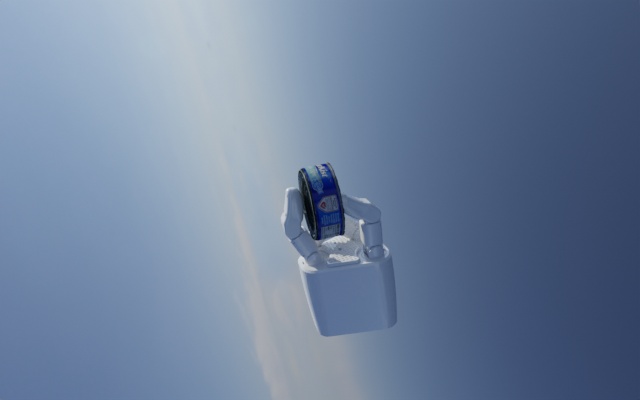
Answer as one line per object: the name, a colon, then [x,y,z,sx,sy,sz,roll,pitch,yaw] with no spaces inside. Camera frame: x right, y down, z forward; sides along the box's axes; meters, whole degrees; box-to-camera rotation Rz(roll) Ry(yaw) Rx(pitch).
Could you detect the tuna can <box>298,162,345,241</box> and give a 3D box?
tuna can: [0.000,0.002,0.542,0.034,0.086,0.086,-12,2,-9]
